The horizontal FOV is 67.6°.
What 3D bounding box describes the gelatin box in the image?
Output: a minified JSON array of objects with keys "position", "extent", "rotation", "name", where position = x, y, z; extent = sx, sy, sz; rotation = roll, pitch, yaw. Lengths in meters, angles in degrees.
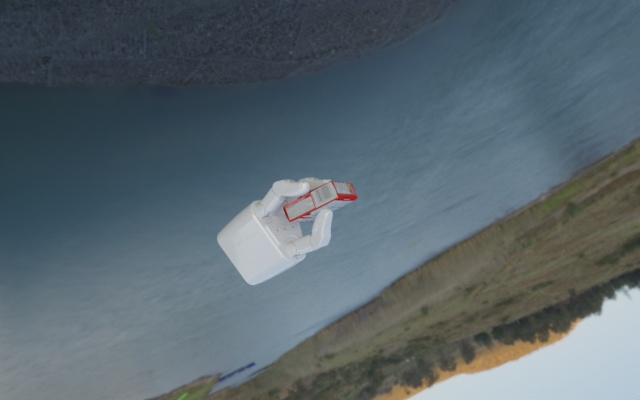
[{"position":[0.001,0.003,0.704],"extent":[0.089,0.030,0.073],"rotation":[-27,-13,24],"name":"gelatin box"}]
